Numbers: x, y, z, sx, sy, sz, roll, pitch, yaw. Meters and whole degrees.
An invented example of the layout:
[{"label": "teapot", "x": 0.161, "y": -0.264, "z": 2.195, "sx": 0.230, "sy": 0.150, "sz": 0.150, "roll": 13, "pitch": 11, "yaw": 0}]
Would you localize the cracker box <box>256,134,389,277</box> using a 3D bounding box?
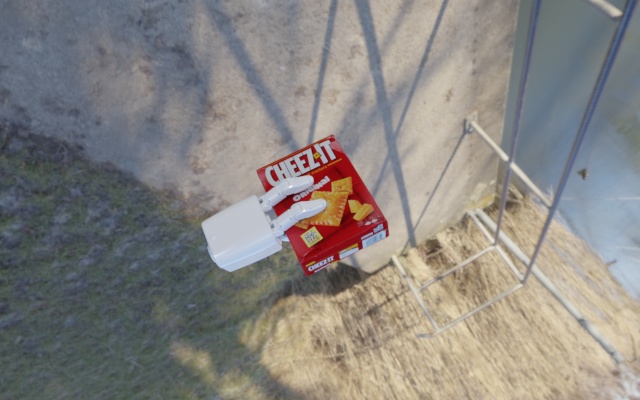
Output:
[{"label": "cracker box", "x": 0.000, "y": 0.003, "z": 0.854, "sx": 0.164, "sy": 0.213, "sz": 0.072, "roll": -25, "pitch": -30, "yaw": -5}]
